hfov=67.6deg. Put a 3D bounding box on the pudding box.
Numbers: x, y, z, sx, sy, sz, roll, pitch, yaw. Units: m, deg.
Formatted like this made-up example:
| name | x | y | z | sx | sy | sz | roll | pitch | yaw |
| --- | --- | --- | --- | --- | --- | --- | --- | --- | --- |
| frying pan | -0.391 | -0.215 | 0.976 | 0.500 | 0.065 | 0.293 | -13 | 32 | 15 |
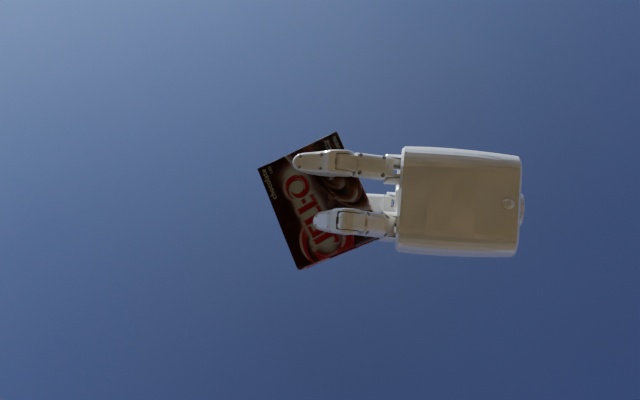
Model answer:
| name | x | y | z | sx | sy | sz | roll | pitch | yaw |
| --- | --- | --- | --- | --- | --- | --- | --- | --- | --- |
| pudding box | 0.000 | 0.002 | 0.480 | 0.090 | 0.113 | 0.039 | -24 | -11 | 8 |
